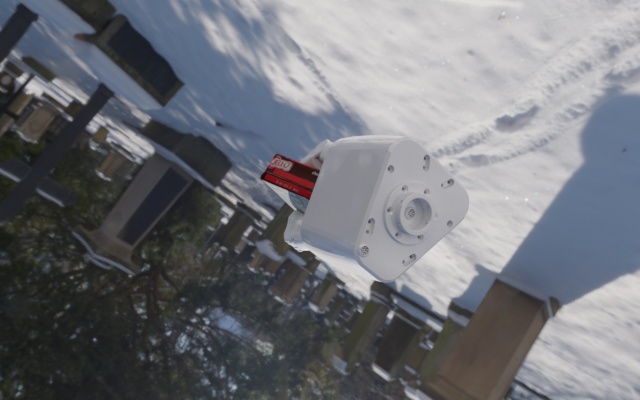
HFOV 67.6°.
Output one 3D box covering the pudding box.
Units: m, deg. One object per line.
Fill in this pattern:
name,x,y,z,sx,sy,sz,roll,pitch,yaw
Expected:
pudding box,0.000,0.002,0.520,0.090,0.039,0.113,25,-16,39
